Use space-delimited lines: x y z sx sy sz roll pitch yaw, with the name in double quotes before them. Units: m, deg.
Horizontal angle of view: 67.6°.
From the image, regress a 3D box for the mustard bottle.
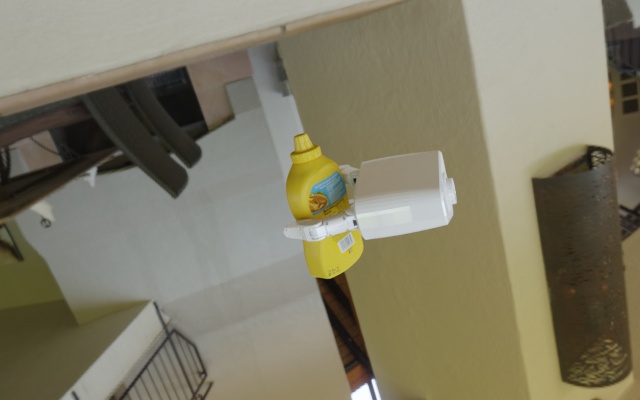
"mustard bottle" 0.000 0.002 0.649 0.058 0.192 0.096 0 24 42
